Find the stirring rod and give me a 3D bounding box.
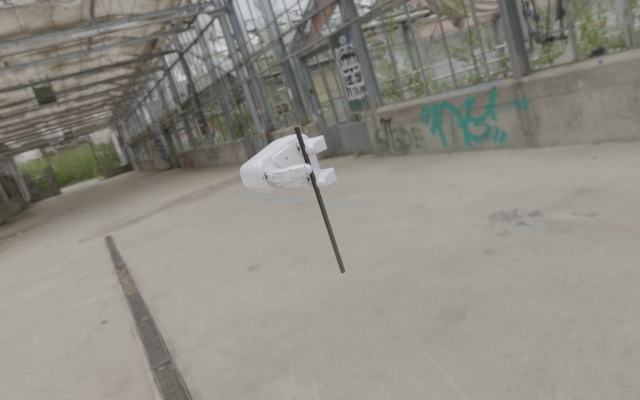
[{"bbox_3d":[0.000,0.003,0.739,0.011,0.239,0.011,-17,12,4],"label":"stirring rod"}]
